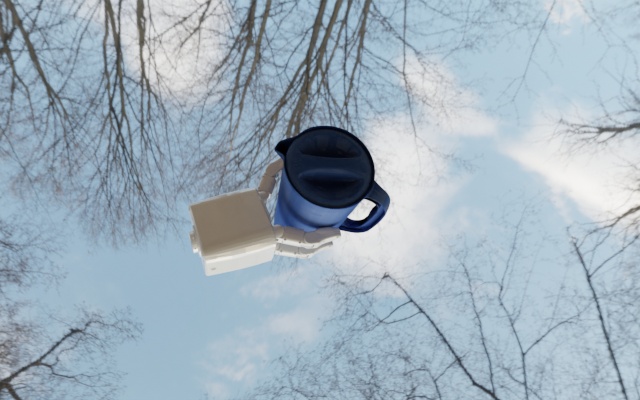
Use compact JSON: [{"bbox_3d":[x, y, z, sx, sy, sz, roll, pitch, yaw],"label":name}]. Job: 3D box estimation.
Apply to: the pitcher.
[{"bbox_3d":[0.000,0.003,0.772,0.145,0.149,0.243,-16,-20,-19],"label":"pitcher"}]
